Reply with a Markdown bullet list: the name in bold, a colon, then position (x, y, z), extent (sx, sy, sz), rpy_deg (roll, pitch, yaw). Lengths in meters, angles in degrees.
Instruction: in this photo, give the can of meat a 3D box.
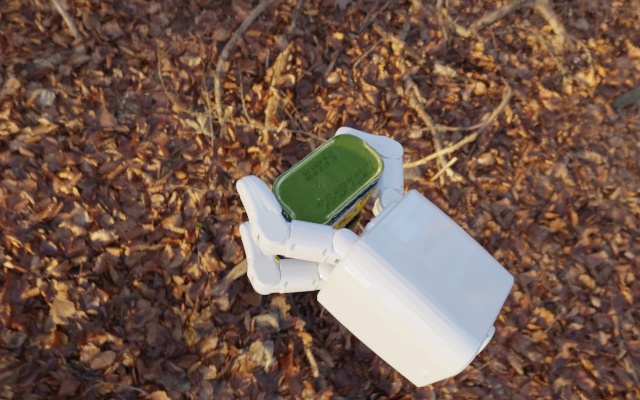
- **can of meat**: position (0.000, 0.001, 0.400), extent (0.102, 0.057, 0.084), rpy_deg (-40, -13, -28)
